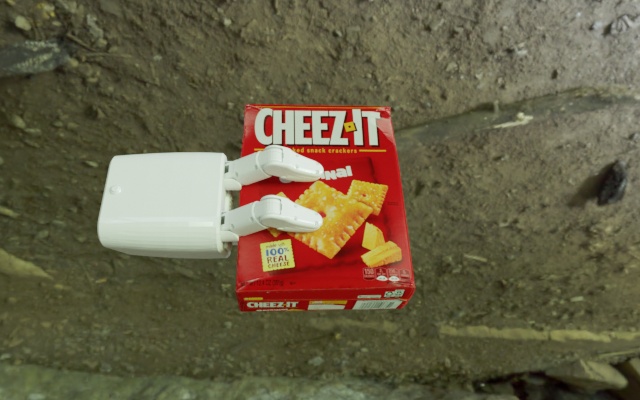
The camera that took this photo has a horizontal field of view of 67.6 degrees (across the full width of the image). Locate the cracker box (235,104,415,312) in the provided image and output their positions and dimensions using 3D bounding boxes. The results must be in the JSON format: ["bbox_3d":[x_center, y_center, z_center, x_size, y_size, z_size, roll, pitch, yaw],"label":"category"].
[{"bbox_3d":[0.000,0.002,0.493,0.164,0.213,0.072,0,-28,-5],"label":"cracker box"}]
